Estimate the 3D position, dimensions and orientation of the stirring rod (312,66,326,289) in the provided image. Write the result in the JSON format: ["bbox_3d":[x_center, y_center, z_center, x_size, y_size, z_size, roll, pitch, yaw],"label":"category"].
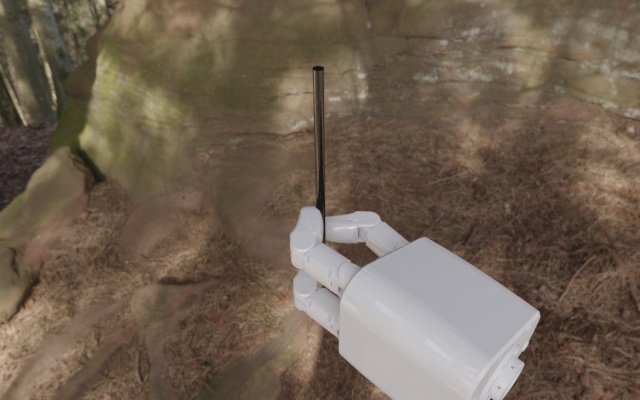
[{"bbox_3d":[0.000,0.001,0.405,0.011,0.240,0.011,-1,40,0],"label":"stirring rod"}]
